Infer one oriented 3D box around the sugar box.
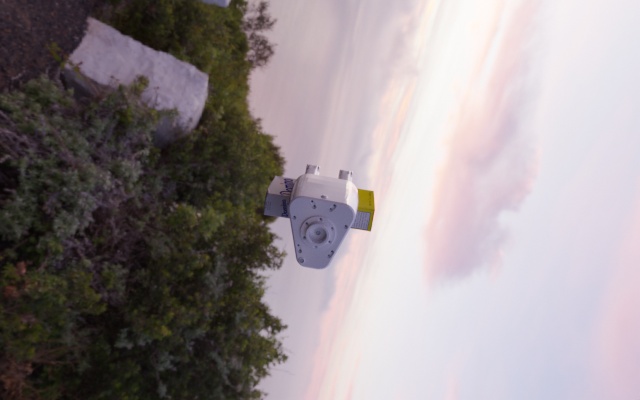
[{"bbox_3d":[0.000,0.002,0.796,0.176,0.048,0.093,11,21,0],"label":"sugar box"}]
